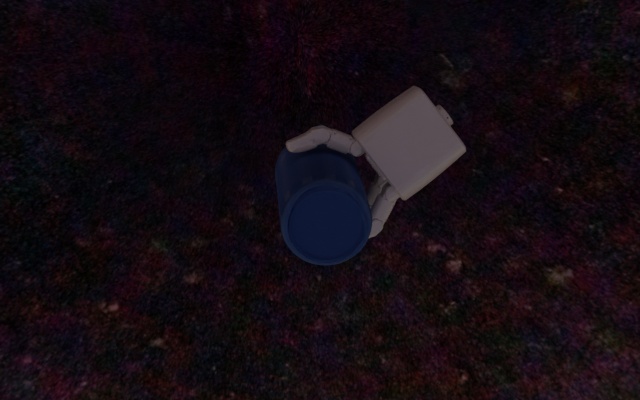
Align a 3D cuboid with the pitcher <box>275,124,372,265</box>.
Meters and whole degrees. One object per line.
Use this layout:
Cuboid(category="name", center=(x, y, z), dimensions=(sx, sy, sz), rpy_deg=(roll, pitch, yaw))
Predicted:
Cuboid(category="pitcher", center=(0.000, 0.002, 0.664), dimensions=(0.145, 0.149, 0.242), rpy_deg=(-38, 16, 9))
